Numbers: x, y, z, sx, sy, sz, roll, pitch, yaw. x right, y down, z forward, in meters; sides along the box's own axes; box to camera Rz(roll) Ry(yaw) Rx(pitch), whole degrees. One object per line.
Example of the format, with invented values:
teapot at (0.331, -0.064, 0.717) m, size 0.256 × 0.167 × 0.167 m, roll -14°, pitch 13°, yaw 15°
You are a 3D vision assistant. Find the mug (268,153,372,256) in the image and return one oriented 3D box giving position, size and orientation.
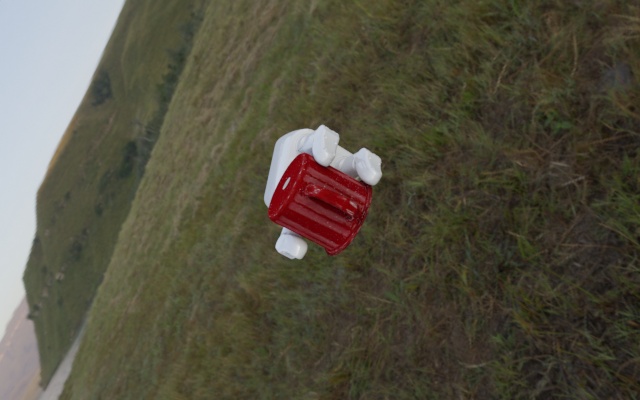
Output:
mug at (0.000, 0.002, 0.503) m, size 0.081 × 0.093 × 0.117 m, roll 28°, pitch -6°, yaw -17°
